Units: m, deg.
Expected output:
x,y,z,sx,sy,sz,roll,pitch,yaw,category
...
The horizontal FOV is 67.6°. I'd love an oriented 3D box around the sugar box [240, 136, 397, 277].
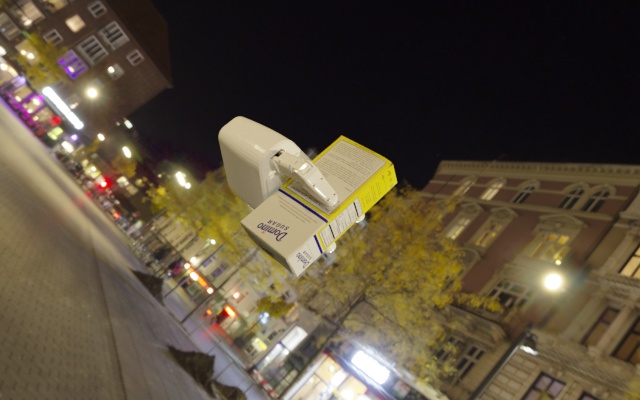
x,y,z,sx,sy,sz,roll,pitch,yaw,category
0.000,0.002,0.580,0.093,0.176,0.048,33,-22,39,sugar box
